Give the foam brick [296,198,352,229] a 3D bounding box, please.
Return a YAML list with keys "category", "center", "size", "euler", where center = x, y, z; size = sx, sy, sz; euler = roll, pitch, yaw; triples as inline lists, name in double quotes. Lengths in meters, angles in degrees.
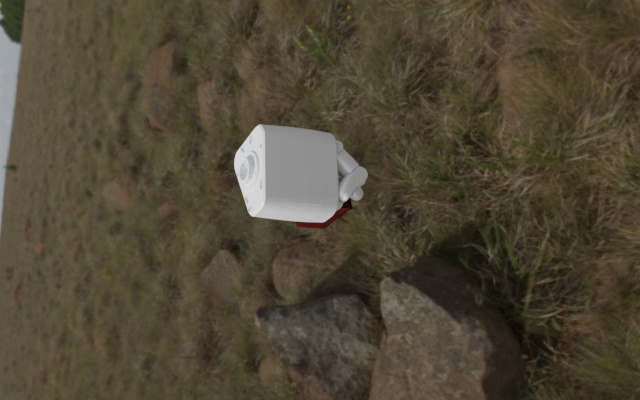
- category: "foam brick"
  center: [0.000, 0.002, 0.694]
  size: [0.051, 0.053, 0.078]
  euler: [4, -28, -33]
